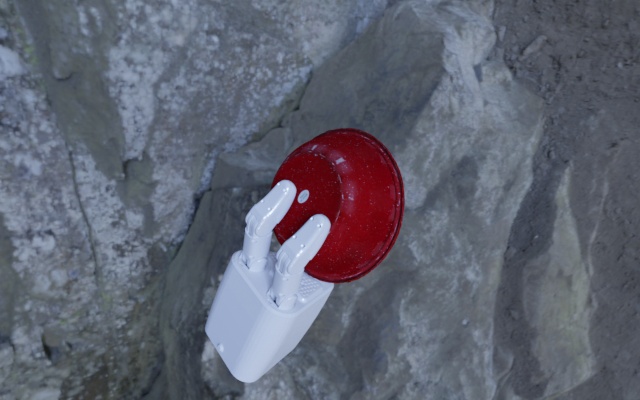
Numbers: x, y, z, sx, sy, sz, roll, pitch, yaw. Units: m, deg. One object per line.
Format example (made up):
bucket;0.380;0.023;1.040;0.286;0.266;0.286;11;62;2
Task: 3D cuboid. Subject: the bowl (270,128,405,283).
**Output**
bowl;0.000;0.000;0.476;0.162;0.162;0.055;0;-7;38
